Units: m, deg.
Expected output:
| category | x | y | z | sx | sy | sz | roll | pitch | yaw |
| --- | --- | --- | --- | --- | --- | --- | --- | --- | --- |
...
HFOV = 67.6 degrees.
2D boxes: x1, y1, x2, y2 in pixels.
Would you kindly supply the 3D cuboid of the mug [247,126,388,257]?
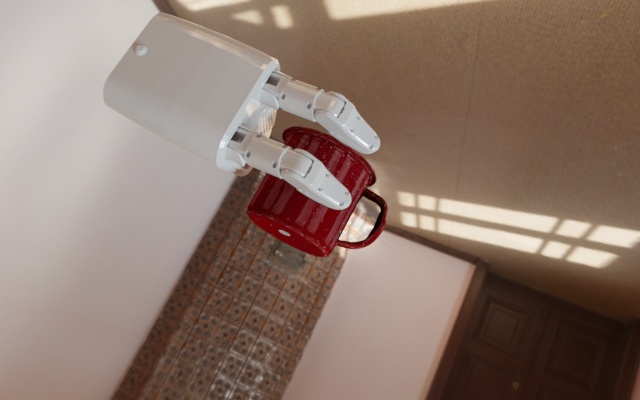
| category | x | y | z | sx | sy | sz | roll | pitch | yaw |
| --- | --- | --- | --- | --- | --- | --- | --- | --- | --- |
| mug | 0.001 | 0.002 | 0.412 | 0.117 | 0.081 | 0.093 | 26 | -15 | 7 |
